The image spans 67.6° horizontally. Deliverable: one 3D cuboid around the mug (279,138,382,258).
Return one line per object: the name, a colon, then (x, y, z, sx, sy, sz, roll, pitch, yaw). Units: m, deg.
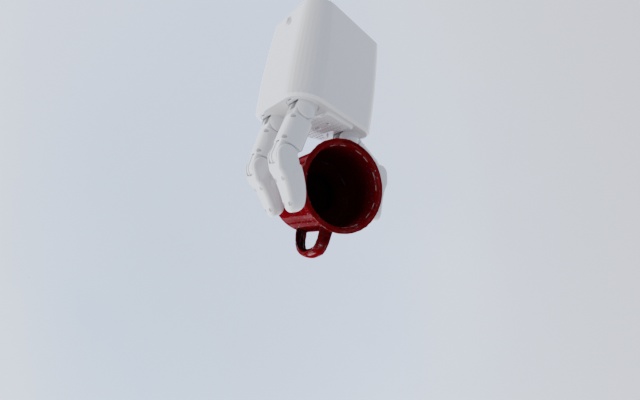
mug: (0.000, 0.003, 0.487, 0.093, 0.117, 0.081, 18, -15, -28)
